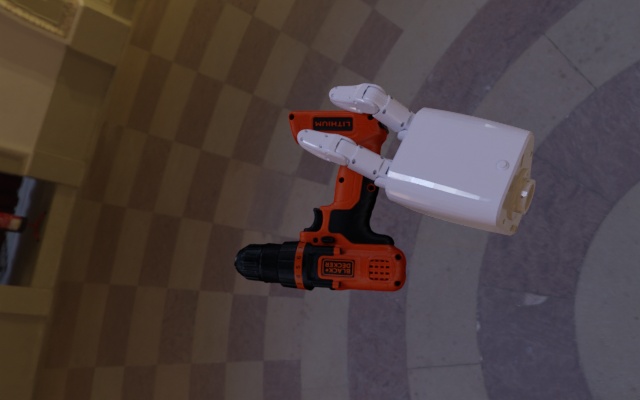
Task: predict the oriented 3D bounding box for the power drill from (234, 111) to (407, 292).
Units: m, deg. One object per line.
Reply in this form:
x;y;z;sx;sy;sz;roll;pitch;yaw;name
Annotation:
0.000;0.001;0.508;0.184;0.187;0.057;2;-2;12;power drill
